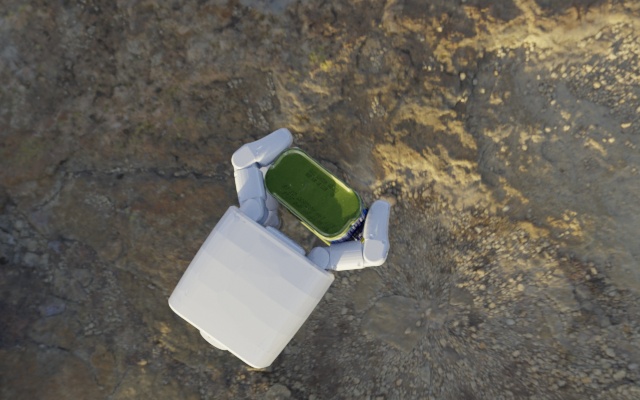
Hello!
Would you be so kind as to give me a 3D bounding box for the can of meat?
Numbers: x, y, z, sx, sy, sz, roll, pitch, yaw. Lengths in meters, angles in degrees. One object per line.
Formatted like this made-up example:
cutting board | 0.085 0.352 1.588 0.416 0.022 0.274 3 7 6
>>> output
can of meat | 0.000 0.001 0.466 0.102 0.057 0.084 38 -2 18
